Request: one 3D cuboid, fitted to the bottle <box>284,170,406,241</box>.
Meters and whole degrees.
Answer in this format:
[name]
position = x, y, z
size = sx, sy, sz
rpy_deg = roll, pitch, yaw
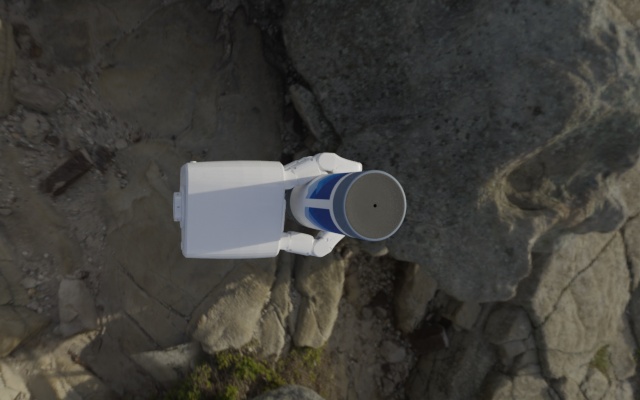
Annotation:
[bottle]
position = 0.000, 0.002, 0.581
size = 0.069, 0.069, 0.295
rpy_deg = 0, 1, -20
